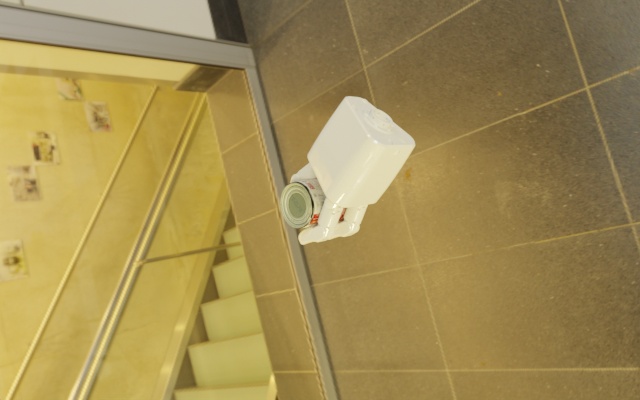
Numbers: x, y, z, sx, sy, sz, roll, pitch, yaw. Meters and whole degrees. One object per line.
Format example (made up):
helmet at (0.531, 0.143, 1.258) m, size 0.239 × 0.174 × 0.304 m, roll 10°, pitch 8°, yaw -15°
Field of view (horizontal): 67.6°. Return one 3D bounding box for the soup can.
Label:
soup can at (0.000, 0.003, 0.701) m, size 0.068 × 0.068 × 0.102 m, roll 0°, pitch 5°, yaw 44°
